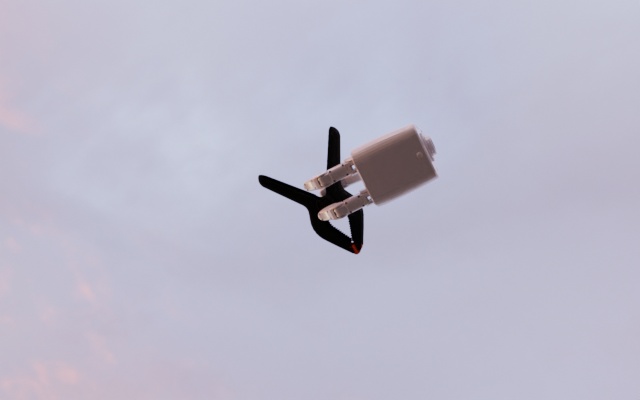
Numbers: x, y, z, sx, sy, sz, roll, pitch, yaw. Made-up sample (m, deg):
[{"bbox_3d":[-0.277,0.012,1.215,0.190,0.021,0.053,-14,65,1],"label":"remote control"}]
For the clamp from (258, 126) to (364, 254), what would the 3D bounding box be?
[{"bbox_3d":[0.001,0.003,0.806,0.164,0.210,0.036,-25,8,20],"label":"clamp"}]
